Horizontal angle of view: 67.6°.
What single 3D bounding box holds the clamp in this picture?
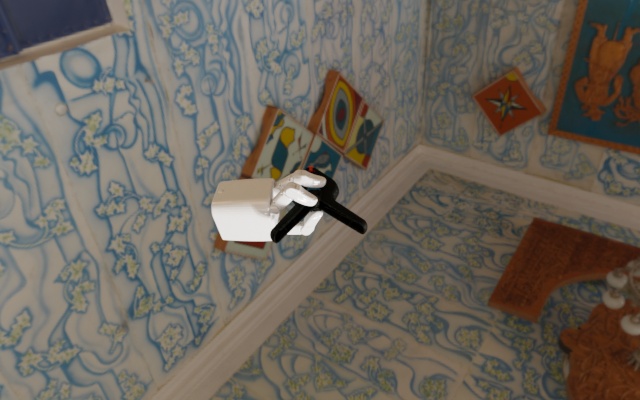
[{"bbox_3d":[0.000,0.003,0.875,0.164,0.036,0.209,-1,36,3],"label":"clamp"}]
